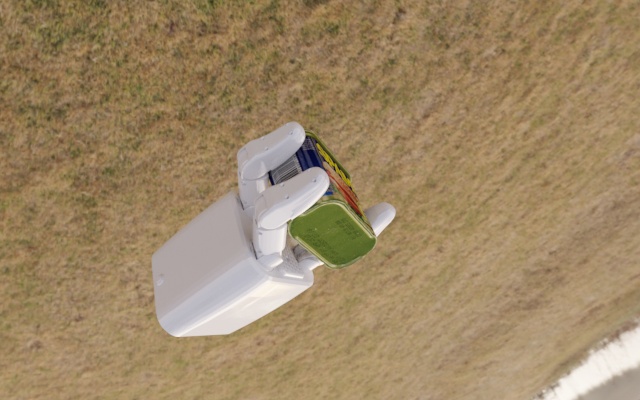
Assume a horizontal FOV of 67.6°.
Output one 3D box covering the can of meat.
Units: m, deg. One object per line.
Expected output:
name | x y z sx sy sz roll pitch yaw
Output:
can of meat | 0.000 0.002 0.415 0.057 0.084 0.102 -32 -41 12
